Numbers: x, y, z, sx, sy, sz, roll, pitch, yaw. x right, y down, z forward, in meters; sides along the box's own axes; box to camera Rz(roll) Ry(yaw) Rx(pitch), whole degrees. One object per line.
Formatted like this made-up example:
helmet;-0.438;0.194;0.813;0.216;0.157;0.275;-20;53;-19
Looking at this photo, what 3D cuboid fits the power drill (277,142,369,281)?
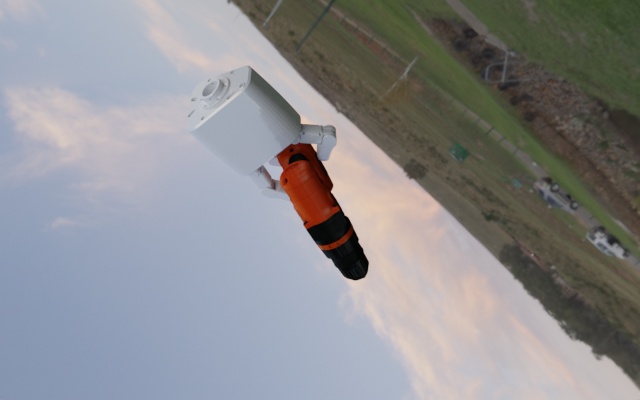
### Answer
power drill;0.000;0.002;0.657;0.057;0.184;0.187;-29;27;2
